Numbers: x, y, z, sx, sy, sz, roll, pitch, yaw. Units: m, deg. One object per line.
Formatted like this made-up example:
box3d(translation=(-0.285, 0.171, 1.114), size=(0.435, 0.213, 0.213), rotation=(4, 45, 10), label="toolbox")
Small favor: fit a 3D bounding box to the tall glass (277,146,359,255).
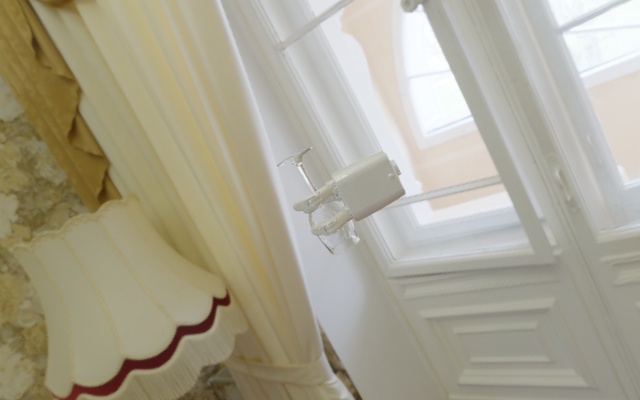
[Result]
box3d(translation=(0.000, 0.002, 0.899), size=(0.079, 0.201, 0.079), rotation=(-28, 11, 6), label="tall glass")
